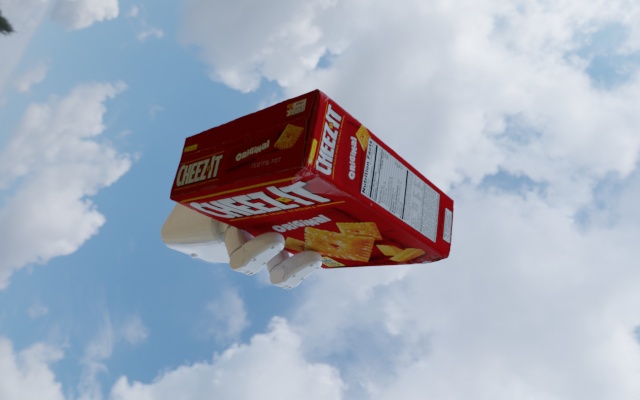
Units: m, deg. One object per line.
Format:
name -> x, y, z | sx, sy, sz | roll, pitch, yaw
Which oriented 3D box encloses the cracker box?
cracker box -> 0.000, 0.001, 0.442 | 0.164, 0.072, 0.214 | -10, -28, 40
